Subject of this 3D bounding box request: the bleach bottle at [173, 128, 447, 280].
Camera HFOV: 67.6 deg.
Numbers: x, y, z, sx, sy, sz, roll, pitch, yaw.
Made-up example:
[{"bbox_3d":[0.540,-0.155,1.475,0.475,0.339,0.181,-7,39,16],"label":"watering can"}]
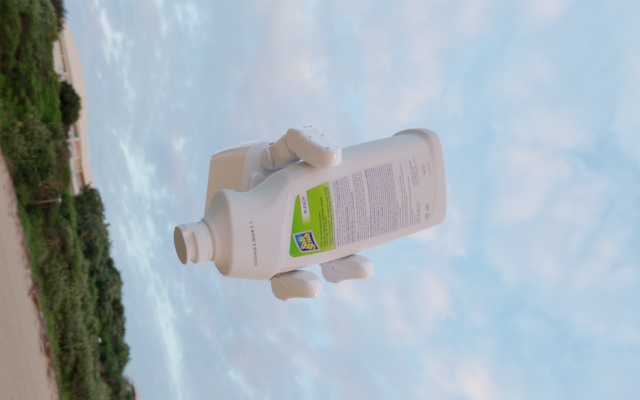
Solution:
[{"bbox_3d":[0.000,0.001,0.411,0.251,0.102,0.068,-13,9,-33],"label":"bleach bottle"}]
